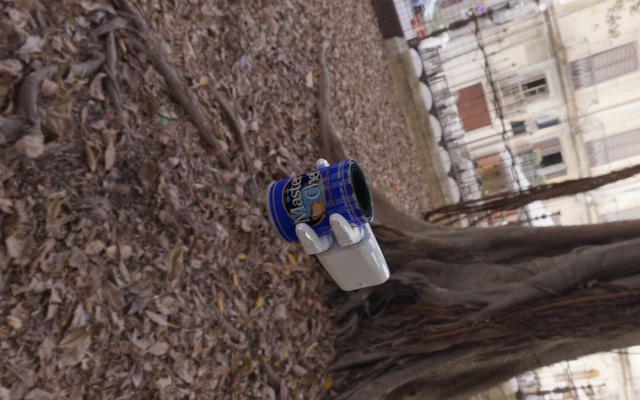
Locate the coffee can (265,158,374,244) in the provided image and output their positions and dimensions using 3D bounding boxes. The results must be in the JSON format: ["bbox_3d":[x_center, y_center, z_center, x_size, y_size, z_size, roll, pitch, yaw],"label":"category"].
[{"bbox_3d":[0.000,0.002,0.745,0.140,0.103,0.103,-16,-6,19],"label":"coffee can"}]
